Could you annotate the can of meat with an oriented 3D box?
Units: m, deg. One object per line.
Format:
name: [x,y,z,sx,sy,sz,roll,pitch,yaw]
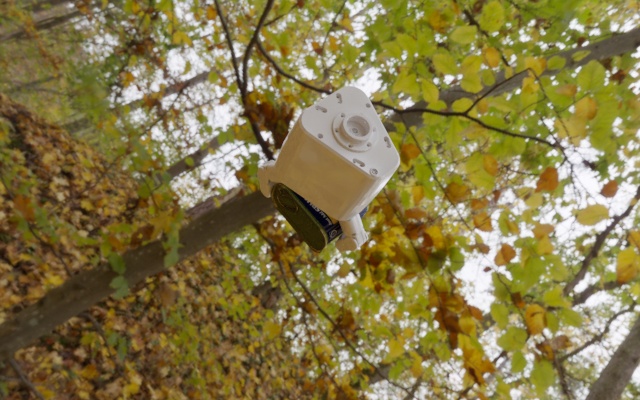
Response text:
can of meat: [0.000,0.002,0.620,0.084,0.102,0.057,-36,-13,-28]
